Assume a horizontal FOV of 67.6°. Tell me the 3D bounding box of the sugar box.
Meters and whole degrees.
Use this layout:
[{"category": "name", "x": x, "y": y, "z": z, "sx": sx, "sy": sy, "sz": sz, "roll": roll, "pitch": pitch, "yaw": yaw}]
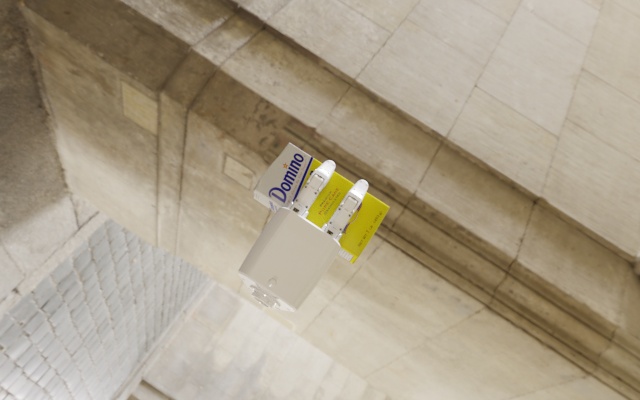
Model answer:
[{"category": "sugar box", "x": 0.000, "y": 0.002, "z": 0.687, "sx": 0.176, "sy": 0.093, "sz": 0.048, "roll": 33, "pitch": -22, "yaw": 3}]
